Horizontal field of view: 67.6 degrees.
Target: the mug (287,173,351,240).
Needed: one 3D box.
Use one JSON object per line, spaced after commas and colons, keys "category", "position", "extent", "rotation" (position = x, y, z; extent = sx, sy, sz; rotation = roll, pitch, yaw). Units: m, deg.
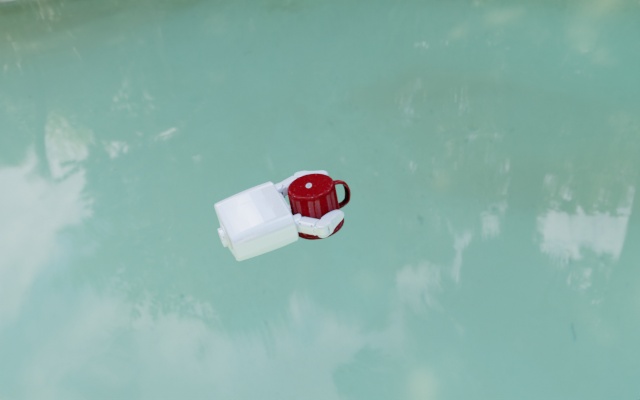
{"category": "mug", "position": [0.001, 0.002, 0.818], "extent": [0.117, 0.082, 0.093], "rotation": [-22, 35, -17]}
